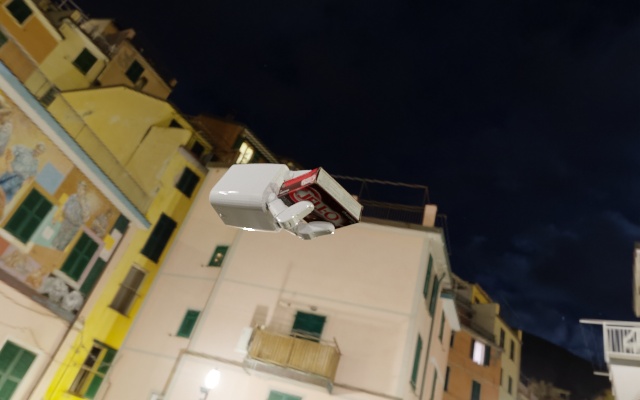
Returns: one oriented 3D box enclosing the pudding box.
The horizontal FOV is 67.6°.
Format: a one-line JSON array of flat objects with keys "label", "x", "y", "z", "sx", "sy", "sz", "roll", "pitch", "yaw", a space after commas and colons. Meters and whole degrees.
[{"label": "pudding box", "x": 0.000, "y": 0.002, "z": 0.777, "sx": 0.090, "sy": 0.039, "sz": 0.113, "roll": -19, "pitch": -47, "yaw": 42}]
